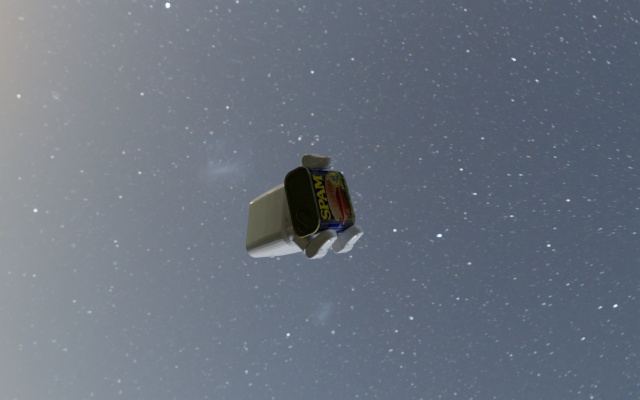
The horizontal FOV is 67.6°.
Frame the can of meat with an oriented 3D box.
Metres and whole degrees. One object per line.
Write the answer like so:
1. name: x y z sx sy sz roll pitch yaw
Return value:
1. can of meat: 0.000 0.002 0.728 0.084 0.102 0.057 1 -19 -45
